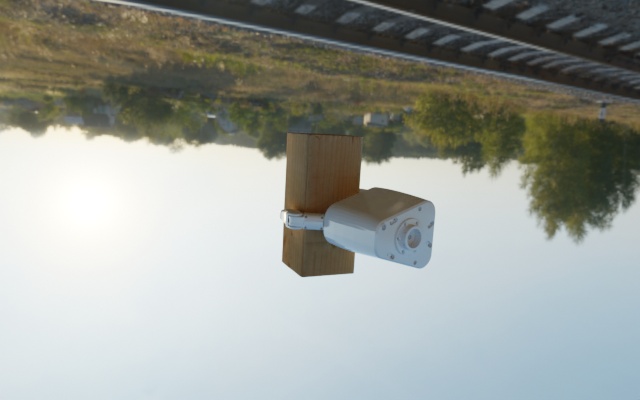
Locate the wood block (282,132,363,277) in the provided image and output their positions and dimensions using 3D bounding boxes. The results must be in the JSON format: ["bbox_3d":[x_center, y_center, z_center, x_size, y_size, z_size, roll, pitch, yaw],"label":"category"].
[{"bbox_3d":[0.000,0.003,0.728,0.091,0.206,0.090,0,9,-24],"label":"wood block"}]
